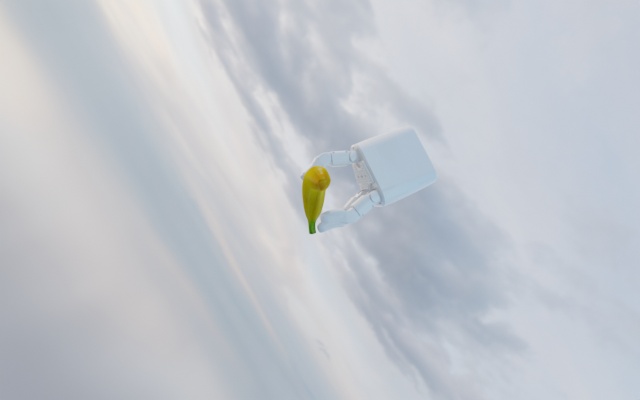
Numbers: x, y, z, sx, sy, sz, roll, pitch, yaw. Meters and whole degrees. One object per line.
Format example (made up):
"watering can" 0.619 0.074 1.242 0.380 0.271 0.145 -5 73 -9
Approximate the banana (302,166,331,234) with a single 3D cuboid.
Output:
"banana" -0.005 -0.013 0.734 0.037 0.069 0.198 -14 -22 -9
